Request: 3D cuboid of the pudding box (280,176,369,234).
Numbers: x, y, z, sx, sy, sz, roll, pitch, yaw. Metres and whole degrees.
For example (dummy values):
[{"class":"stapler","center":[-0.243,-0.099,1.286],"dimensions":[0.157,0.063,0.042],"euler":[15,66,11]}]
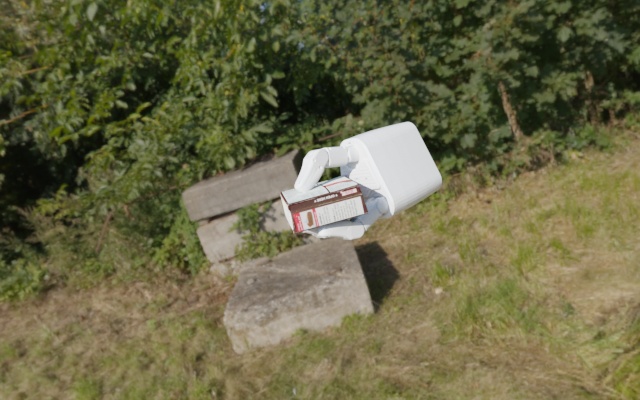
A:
[{"class":"pudding box","center":[0.000,0.002,0.588],"dimensions":[0.090,0.039,0.113],"euler":[-16,9,-6]}]
